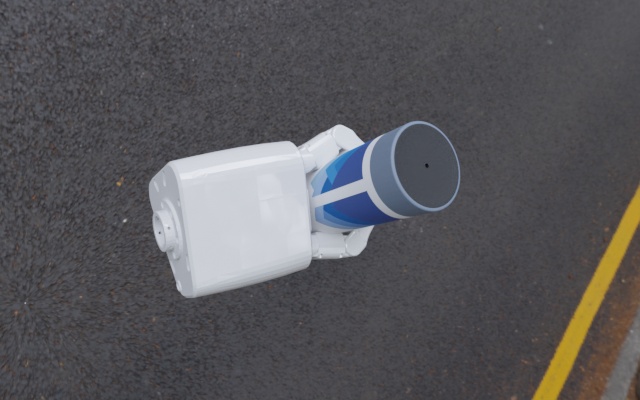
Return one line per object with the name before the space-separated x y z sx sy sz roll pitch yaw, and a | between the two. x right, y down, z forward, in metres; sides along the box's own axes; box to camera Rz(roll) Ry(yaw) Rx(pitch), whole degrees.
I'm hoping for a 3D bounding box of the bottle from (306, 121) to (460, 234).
bottle | 0.000 0.001 0.462 0.069 0.069 0.296 0 -10 -32
